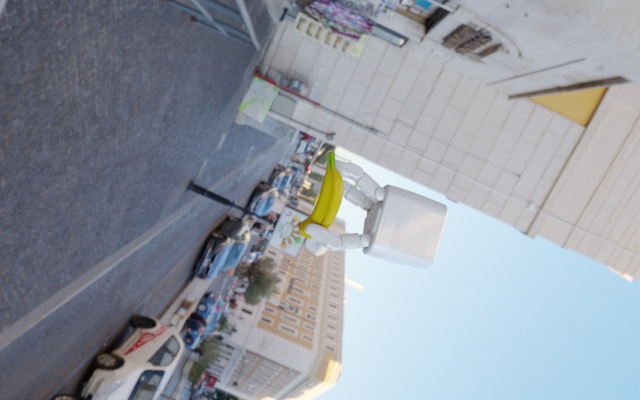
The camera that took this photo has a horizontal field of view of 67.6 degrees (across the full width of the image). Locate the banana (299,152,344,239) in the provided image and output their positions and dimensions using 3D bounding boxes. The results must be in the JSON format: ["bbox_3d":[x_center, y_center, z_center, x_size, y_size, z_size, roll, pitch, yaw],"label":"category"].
[{"bbox_3d":[0.002,0.015,0.762,0.037,0.069,0.198,9,-42,-14],"label":"banana"}]
